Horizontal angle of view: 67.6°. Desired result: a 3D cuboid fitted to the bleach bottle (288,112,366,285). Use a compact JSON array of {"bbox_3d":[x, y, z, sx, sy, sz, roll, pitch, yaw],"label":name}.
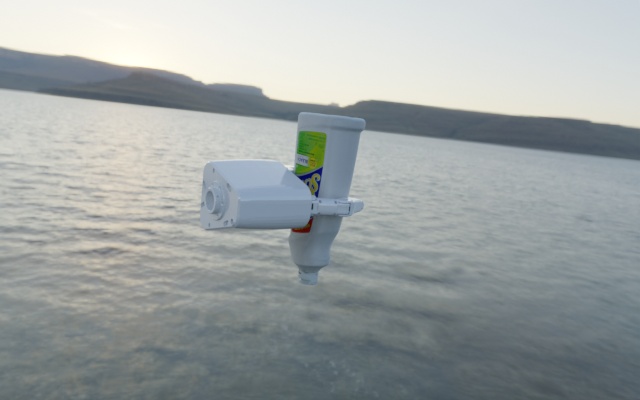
[{"bbox_3d":[0.000,0.002,0.696,0.068,0.251,0.102,-1,12,-39],"label":"bleach bottle"}]
